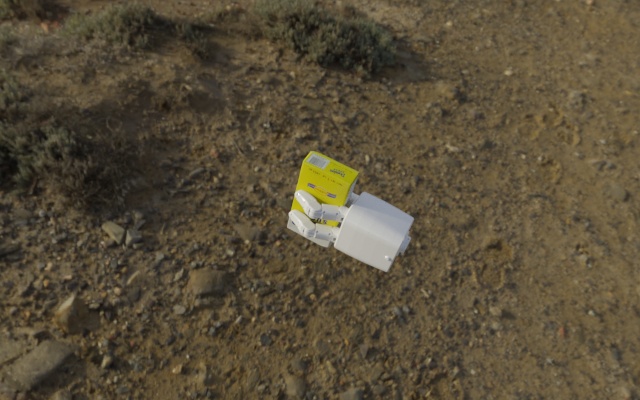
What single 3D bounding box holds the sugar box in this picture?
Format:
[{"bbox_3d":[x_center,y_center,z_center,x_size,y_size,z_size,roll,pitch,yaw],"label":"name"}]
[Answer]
[{"bbox_3d":[0.000,0.003,0.858,0.093,0.176,0.048,27,44,10],"label":"sugar box"}]
